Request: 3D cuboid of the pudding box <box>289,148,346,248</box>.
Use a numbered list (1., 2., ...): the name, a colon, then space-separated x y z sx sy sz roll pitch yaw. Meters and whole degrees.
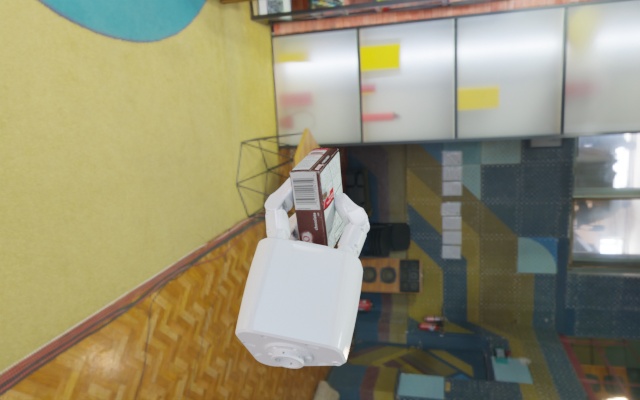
1. pudding box: 0.000 0.002 0.583 0.039 0.113 0.090 2 23 16
